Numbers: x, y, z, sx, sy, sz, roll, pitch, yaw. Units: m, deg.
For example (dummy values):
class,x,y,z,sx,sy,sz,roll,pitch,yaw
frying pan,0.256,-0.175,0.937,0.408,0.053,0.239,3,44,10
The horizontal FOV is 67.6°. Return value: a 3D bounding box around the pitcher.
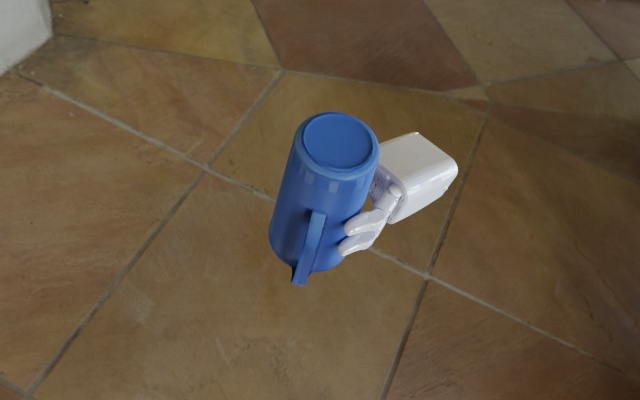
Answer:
class,x,y,z,sx,sy,sz,roll,pitch,yaw
pitcher,0.000,0.002,0.670,0.145,0.149,0.243,-24,-25,-24
